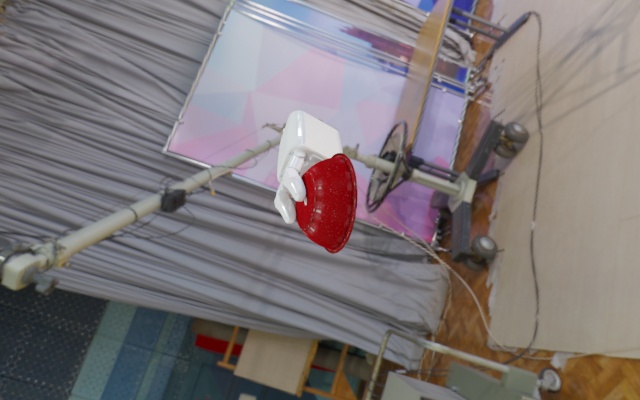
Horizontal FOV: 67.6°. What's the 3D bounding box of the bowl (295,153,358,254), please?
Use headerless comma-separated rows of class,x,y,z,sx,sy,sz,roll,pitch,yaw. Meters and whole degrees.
bowl,0.000,0.003,0.754,0.055,0.162,0.162,4,-2,-22
